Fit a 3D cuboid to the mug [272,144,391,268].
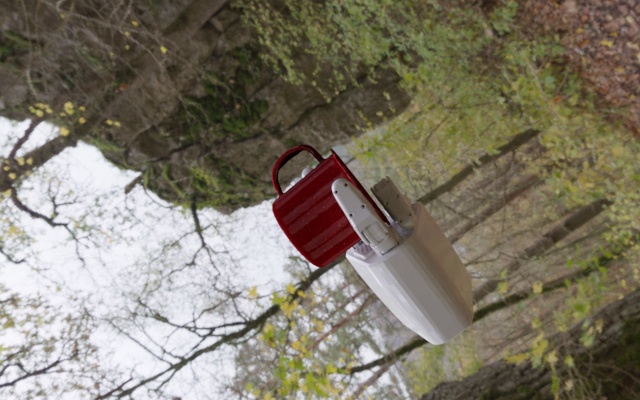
[{"bbox_3d":[-0.001,0.001,0.461,0.081,0.117,0.093,-38,7,6],"label":"mug"}]
